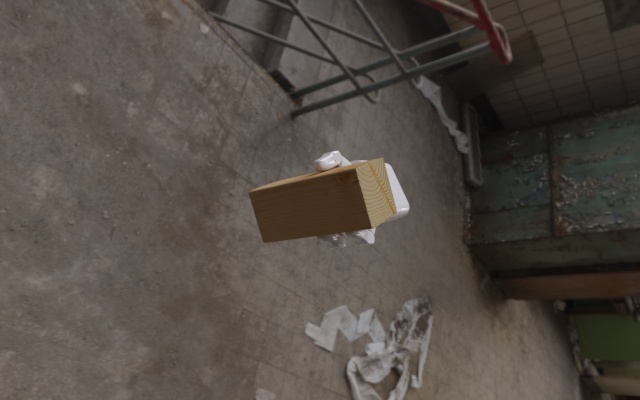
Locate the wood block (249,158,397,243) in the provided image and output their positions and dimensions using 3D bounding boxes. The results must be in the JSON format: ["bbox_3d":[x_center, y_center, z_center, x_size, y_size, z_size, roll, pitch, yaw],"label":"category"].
[{"bbox_3d":[0.000,0.002,0.747,0.206,0.091,0.090,-11,8,35],"label":"wood block"}]
